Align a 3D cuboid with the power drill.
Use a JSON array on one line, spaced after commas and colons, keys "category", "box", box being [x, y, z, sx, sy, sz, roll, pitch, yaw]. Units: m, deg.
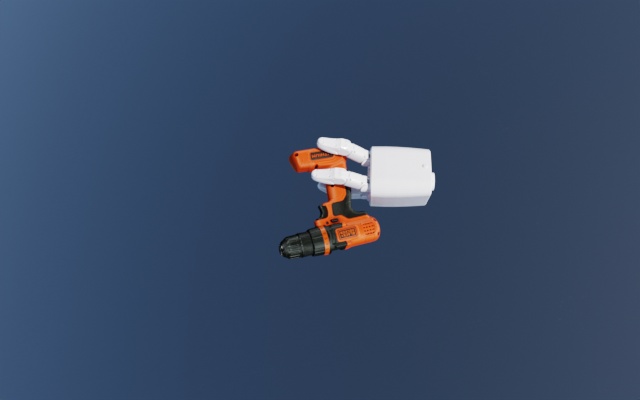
[{"category": "power drill", "box": [0.000, 0.002, 0.851, 0.184, 0.187, 0.057, -11, -8, -18]}]
